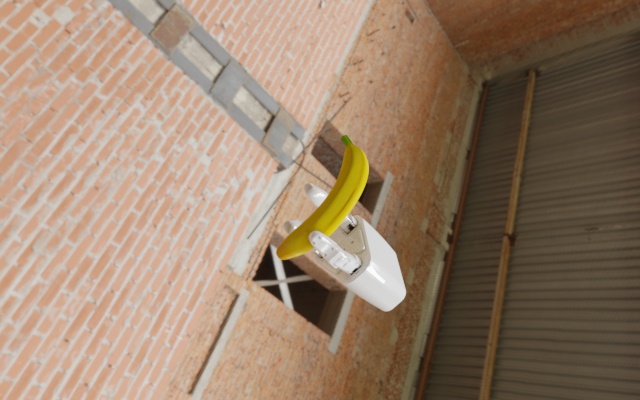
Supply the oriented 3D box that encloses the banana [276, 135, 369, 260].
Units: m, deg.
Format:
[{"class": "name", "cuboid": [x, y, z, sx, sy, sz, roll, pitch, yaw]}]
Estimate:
[{"class": "banana", "cuboid": [0.013, 0.003, 0.642, 0.069, 0.197, 0.037, 17, -18, 50]}]
